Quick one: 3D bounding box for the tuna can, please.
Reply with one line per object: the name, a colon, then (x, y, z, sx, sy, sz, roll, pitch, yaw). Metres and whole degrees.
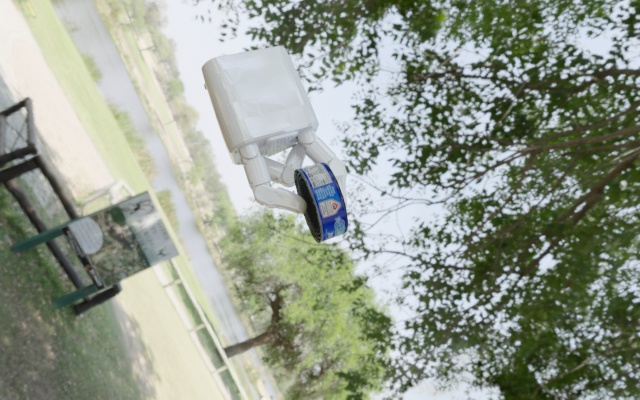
tuna can: (0.001, 0.002, 0.532, 0.034, 0.086, 0.086, -18, 4, -12)
